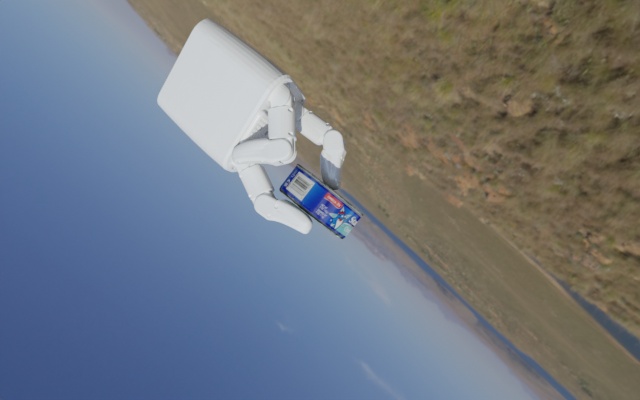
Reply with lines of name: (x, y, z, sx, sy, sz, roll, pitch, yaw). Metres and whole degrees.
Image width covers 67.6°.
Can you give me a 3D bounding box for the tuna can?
tuna can: (0.000, 0.002, 0.487, 0.086, 0.034, 0.086, 38, 0, 0)
